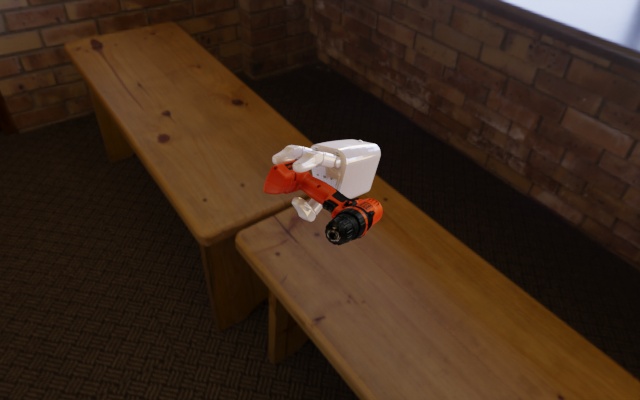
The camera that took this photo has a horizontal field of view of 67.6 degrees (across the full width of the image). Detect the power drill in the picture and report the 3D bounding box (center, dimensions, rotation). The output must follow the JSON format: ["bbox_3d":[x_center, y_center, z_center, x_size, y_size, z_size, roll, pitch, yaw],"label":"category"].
[{"bbox_3d":[0.000,0.002,0.802,0.187,0.057,0.184,31,21,16],"label":"power drill"}]
